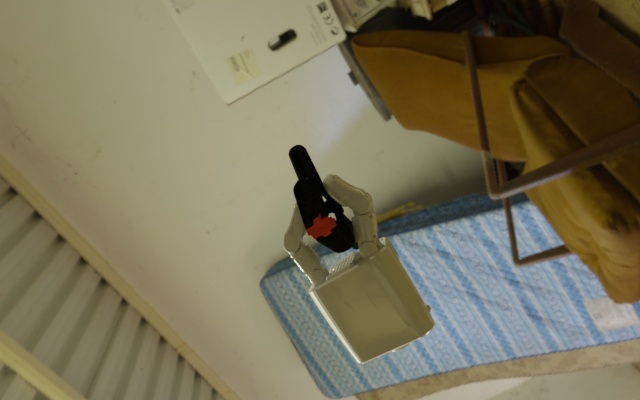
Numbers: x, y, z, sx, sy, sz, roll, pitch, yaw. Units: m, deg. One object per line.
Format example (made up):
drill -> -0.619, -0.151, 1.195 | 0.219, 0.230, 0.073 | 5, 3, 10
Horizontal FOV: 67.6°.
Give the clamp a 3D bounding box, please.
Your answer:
clamp -> -0.001, 0.003, 0.562 | 0.036, 0.164, 0.210 | -35, -1, 8
